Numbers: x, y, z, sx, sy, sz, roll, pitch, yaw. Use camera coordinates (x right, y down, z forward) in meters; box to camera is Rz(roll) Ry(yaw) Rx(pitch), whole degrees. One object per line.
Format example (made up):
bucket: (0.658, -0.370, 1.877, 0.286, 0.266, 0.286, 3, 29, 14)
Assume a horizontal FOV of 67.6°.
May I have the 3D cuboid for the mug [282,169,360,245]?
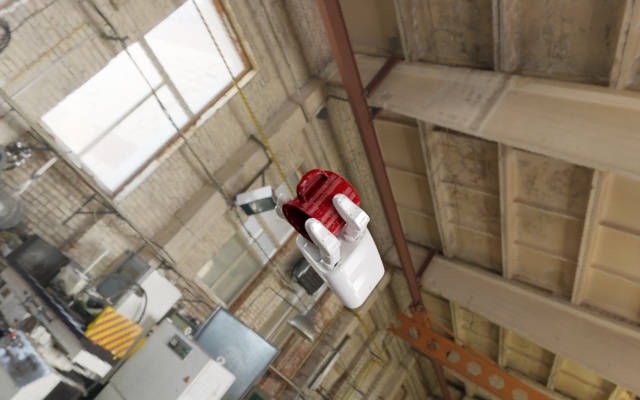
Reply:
mug: (0.000, 0.001, 0.694, 0.093, 0.081, 0.117, 21, -29, 40)
